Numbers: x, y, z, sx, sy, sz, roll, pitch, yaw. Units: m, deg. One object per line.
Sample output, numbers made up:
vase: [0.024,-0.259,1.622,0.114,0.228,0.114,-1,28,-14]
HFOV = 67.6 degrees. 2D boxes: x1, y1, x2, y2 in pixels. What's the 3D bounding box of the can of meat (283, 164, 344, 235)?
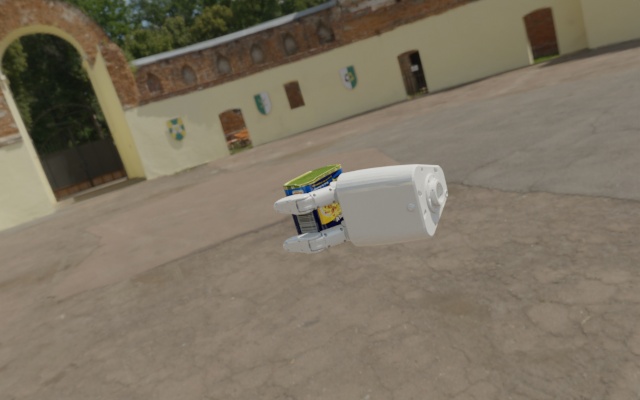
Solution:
can of meat: [0.000,0.002,0.675,0.057,0.084,0.102,-6,16,37]
